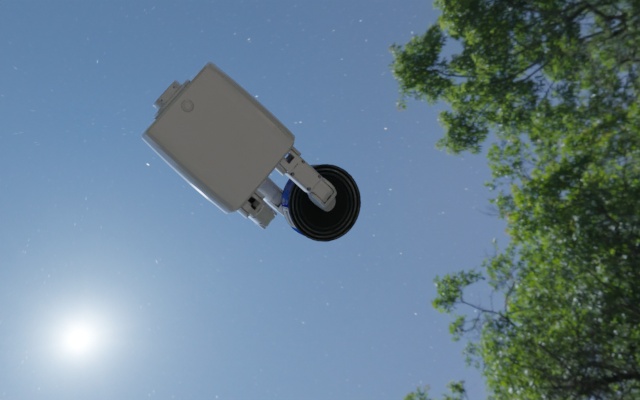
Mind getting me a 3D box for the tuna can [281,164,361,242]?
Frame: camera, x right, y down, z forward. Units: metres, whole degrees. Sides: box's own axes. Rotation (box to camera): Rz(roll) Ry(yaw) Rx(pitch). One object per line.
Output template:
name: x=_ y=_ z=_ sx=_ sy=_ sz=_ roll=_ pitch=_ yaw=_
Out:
tuna can: x=0.000 y=0.002 z=0.539 sx=0.086 sy=0.086 sz=0.034 roll=0 pitch=4 yaw=-22
